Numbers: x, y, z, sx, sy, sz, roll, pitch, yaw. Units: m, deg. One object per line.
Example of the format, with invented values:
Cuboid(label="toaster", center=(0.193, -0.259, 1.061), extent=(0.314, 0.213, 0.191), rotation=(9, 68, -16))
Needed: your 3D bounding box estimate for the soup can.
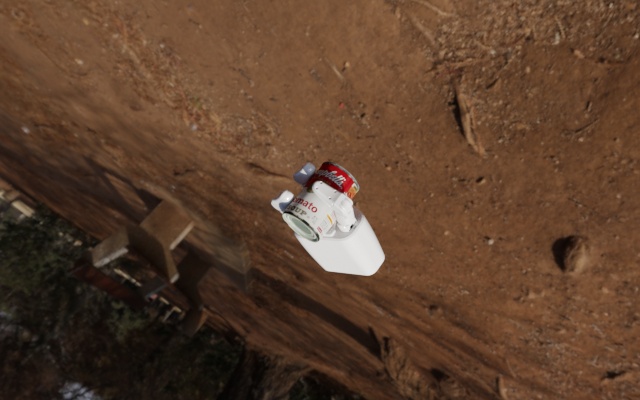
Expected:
Cuboid(label="soup can", center=(0.000, 0.002, 0.699), extent=(0.068, 0.102, 0.068), rotation=(34, -20, 14))
